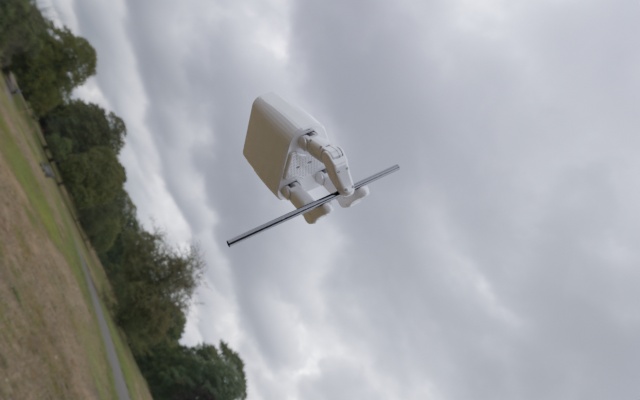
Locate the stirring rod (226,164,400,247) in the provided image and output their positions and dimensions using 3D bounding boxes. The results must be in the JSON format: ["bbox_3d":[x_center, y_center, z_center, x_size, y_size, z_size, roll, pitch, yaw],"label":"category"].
[{"bbox_3d":[0.000,0.002,0.564,0.239,0.011,0.011,-24,11,-25],"label":"stirring rod"}]
